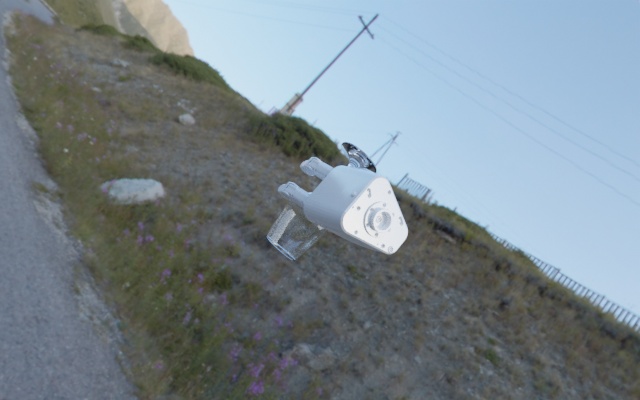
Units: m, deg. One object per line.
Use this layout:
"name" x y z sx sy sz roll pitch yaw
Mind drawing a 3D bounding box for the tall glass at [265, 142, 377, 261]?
"tall glass" 0.001 0.002 0.769 0.079 0.201 0.079 39 -12 10
